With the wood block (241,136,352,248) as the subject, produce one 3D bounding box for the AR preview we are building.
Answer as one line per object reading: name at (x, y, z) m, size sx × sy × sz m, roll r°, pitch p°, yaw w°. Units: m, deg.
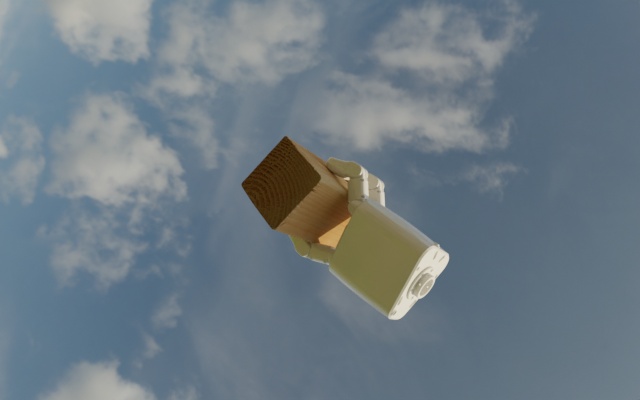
wood block at (0.000, 0.003, 0.671) m, size 0.090 × 0.091 × 0.206 m, roll 51°, pitch 13°, yaw 32°
